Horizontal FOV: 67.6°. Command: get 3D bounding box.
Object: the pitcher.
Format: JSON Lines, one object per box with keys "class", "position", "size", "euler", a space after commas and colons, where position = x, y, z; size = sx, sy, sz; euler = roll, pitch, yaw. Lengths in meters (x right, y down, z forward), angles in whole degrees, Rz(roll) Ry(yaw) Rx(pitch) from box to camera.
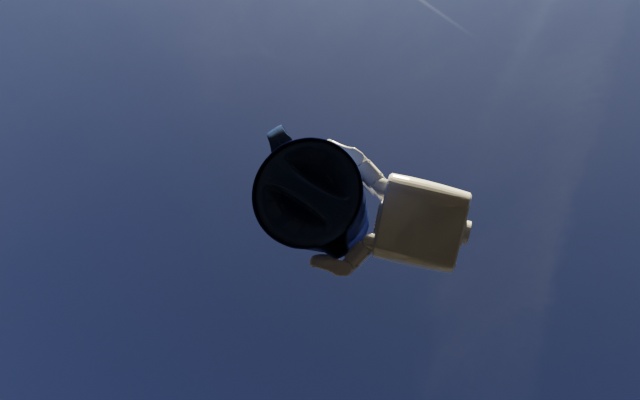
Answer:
{"class": "pitcher", "position": [0.000, 0.002, 0.665], "size": [0.145, 0.149, 0.243], "euler": [13, -8, 13]}
